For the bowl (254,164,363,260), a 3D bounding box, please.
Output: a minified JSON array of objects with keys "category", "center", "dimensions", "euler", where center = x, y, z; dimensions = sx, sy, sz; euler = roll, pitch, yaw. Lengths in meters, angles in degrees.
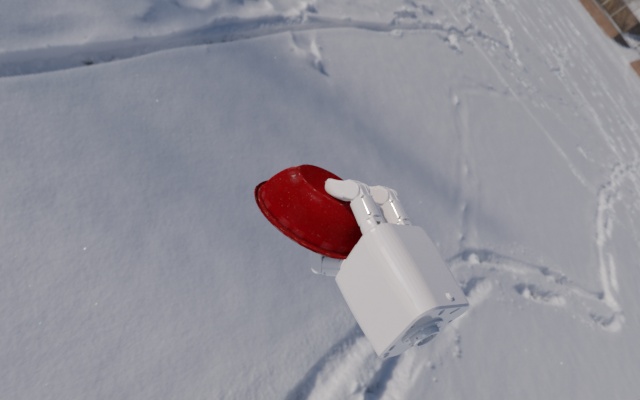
[{"category":"bowl","center":[-0.001,0.001,0.606],"dimensions":[0.162,0.055,0.162],"euler":[26,22,-12]}]
